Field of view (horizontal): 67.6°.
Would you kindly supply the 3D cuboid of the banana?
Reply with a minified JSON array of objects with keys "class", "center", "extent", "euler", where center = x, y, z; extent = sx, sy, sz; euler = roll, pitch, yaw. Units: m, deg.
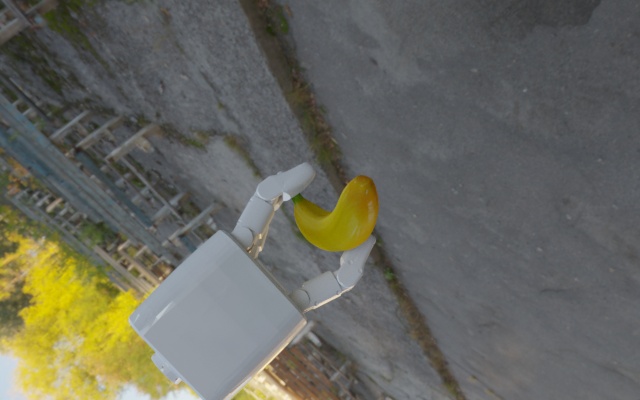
[{"class":"banana","center":[0.010,0.016,0.436],"extent":[0.037,0.069,0.198],"euler":[-40,12,-18]}]
